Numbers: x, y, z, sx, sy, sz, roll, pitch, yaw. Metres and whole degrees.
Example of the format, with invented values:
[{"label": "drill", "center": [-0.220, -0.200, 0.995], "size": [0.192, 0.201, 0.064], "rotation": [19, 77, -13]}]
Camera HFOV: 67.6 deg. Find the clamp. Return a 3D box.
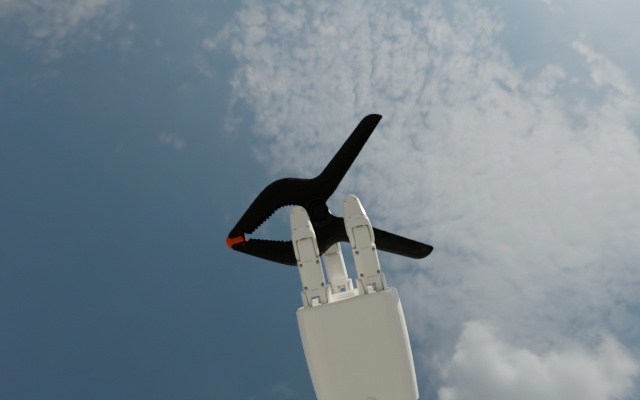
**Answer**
[{"label": "clamp", "center": [0.000, 0.002, 0.511], "size": [0.210, 0.164, 0.036], "rotation": [-13, -9, -2]}]
